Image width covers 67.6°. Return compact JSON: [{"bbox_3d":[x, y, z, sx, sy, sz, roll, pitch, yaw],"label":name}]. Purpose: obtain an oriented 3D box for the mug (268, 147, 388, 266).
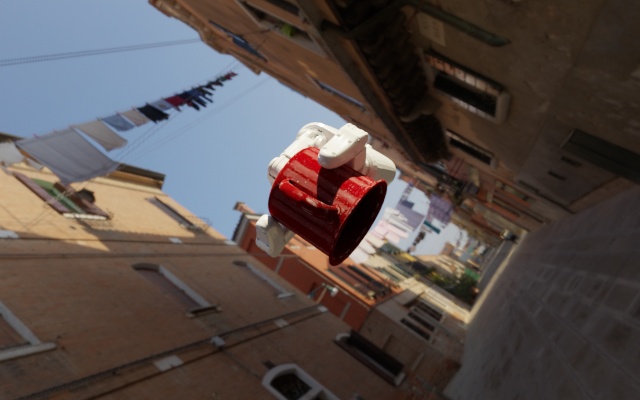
[{"bbox_3d":[-0.001,0.001,0.442,0.081,0.093,0.117,32,11,19],"label":"mug"}]
